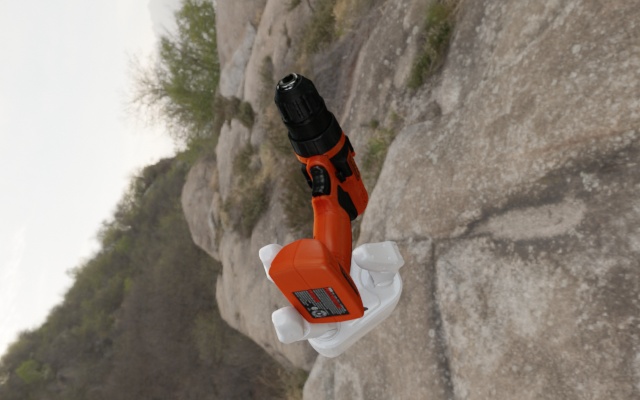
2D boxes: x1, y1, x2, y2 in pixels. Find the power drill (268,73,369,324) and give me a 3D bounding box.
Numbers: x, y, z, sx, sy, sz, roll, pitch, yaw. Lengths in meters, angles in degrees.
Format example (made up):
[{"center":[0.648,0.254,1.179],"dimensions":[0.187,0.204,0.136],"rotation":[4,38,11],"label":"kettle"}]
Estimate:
[{"center":[0.000,0.002,0.439],"dimensions":[0.057,0.187,0.184],"rotation":[-12,-43,21],"label":"power drill"}]
